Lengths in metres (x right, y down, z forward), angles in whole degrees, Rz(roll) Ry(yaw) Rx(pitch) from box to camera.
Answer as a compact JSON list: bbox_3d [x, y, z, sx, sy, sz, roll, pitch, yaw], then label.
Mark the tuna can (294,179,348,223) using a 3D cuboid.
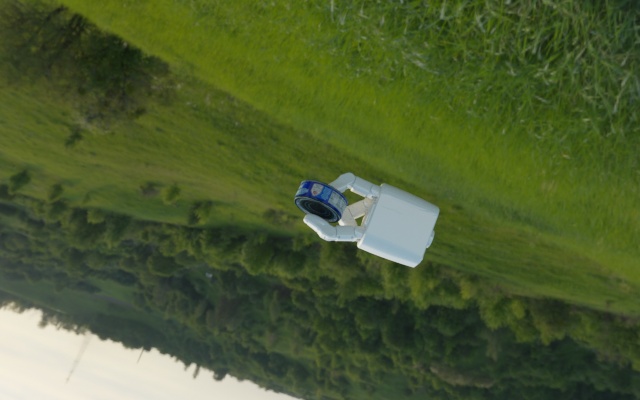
[{"bbox_3d":[0.000,0.003,0.790,0.086,0.033,0.086,21,-22,9],"label":"tuna can"}]
